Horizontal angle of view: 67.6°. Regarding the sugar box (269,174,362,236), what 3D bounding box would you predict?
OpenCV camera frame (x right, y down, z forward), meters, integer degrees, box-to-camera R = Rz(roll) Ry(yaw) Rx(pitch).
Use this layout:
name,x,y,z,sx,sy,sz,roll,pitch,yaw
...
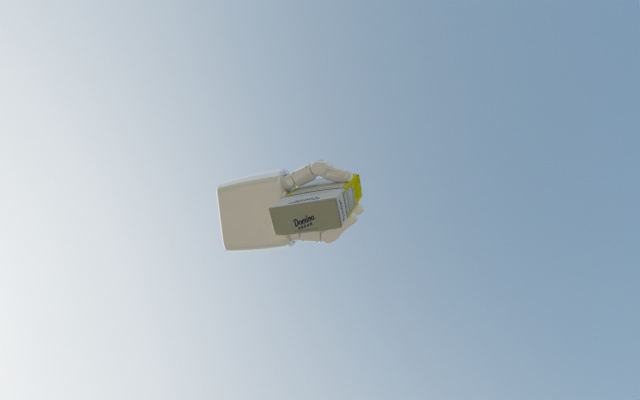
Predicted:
name,x,y,z,sx,sy,sz,roll,pitch,yaw
sugar box,0.000,0.003,0.680,0.093,0.048,0.176,-8,13,16
